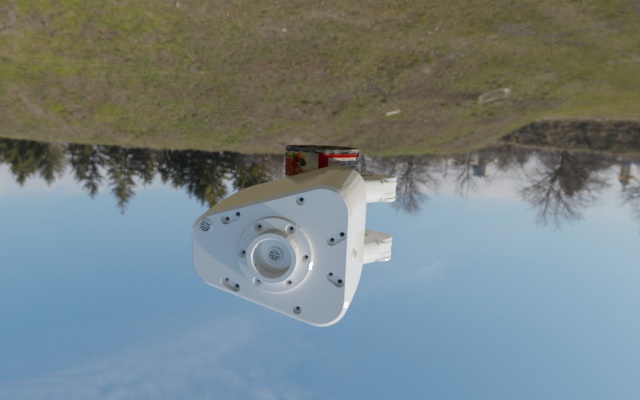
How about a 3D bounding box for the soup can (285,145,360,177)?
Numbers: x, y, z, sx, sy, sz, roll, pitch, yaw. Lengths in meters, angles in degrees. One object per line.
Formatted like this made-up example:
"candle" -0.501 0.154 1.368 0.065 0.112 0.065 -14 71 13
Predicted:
"soup can" 0.000 0.002 0.442 0.068 0.102 0.068 2 9 0
